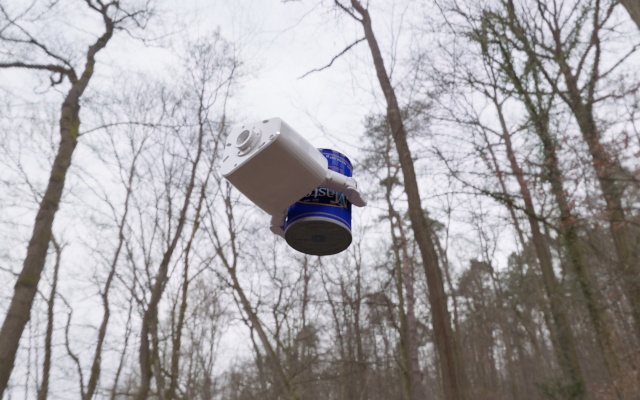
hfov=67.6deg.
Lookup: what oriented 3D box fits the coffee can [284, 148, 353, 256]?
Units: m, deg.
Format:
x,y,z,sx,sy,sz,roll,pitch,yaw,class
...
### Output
x,y,z,sx,sy,sz,roll,pitch,yaw,class
0.000,0.003,0.757,0.103,0.140,0.103,2,-36,2,coffee can
